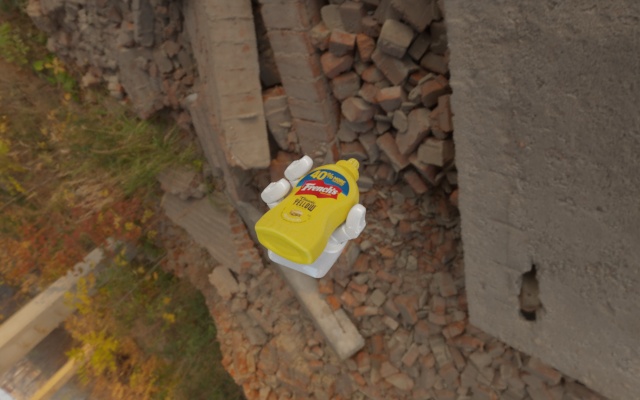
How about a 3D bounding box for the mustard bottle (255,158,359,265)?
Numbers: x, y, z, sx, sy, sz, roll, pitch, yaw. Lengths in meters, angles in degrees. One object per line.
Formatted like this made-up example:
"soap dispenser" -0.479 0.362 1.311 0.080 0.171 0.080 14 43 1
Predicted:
"mustard bottle" 0.000 0.002 0.686 0.096 0.058 0.191 20 51 29
